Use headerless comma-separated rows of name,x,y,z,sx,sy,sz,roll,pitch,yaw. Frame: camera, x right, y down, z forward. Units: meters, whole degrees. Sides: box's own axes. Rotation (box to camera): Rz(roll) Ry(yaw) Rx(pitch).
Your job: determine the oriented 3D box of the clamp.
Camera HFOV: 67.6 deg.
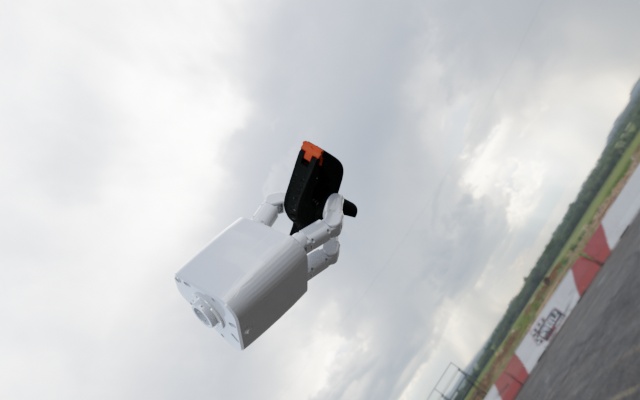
clamp,-0.001,0.001,0.607,0.036,0.210,0.164,31,53,24
